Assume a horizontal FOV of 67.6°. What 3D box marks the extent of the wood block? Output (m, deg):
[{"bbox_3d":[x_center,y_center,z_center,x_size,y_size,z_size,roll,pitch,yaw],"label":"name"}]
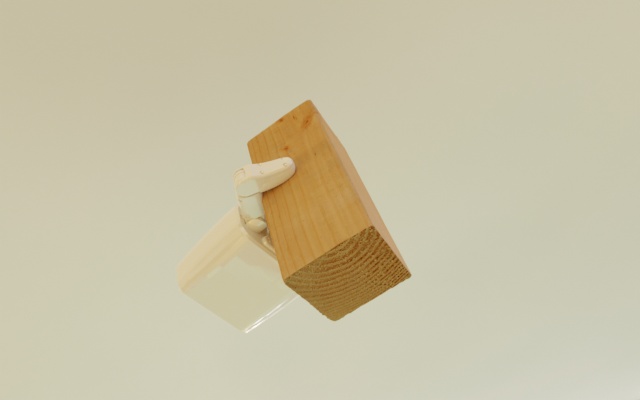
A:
[{"bbox_3d":[0.000,0.002,0.484,0.090,0.206,0.091,-33,-47,10],"label":"wood block"}]
